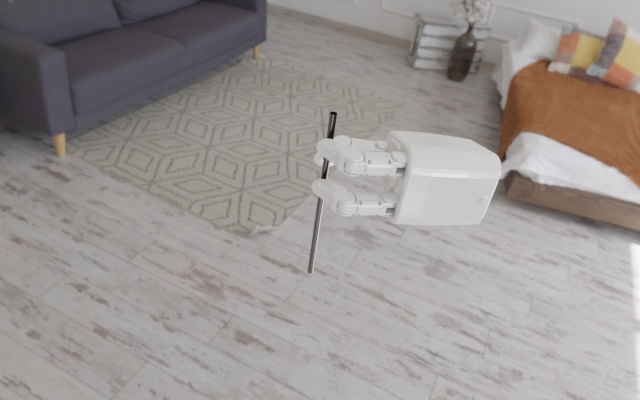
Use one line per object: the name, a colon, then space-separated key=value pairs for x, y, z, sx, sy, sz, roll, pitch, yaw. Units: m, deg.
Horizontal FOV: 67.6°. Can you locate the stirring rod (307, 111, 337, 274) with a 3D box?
stirring rod: x=0.000 y=0.002 z=0.585 sx=0.011 sy=0.240 sz=0.011 roll=5 pitch=37 yaw=-4
